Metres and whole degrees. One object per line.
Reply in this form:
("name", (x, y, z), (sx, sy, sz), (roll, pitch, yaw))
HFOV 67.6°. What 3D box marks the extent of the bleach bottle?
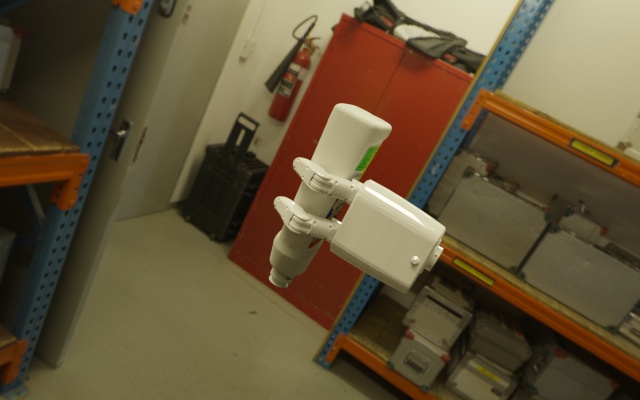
("bleach bottle", (0.000, 0.002, 0.619), (0.068, 0.251, 0.102), (31, 18, 13))
